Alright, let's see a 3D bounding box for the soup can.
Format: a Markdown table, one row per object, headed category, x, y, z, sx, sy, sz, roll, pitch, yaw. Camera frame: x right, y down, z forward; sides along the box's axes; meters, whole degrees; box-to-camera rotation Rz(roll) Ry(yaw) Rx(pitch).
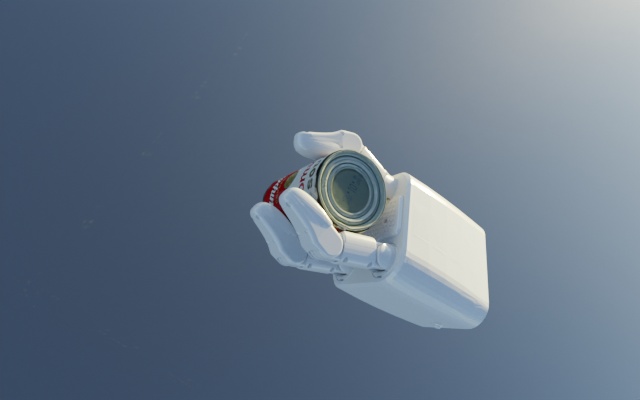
| category | x | y | z | sx | sy | sz | roll | pitch | yaw |
| --- | --- | --- | --- | --- | --- | --- | --- | --- | --- |
| soup can | 0.000 | 0.001 | 0.411 | 0.068 | 0.068 | 0.102 | 0 | -11 | -31 |
